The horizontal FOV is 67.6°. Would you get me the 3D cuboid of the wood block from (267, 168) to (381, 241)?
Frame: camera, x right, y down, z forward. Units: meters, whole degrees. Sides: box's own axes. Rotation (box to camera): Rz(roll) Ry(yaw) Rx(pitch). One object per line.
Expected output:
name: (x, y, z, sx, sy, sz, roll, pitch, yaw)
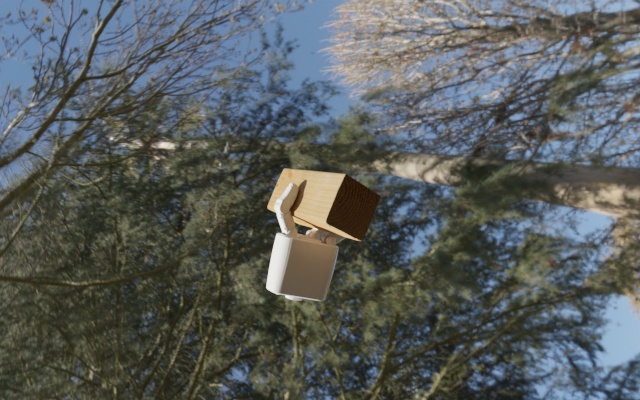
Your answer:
wood block: (0.000, 0.003, 0.881, 0.091, 0.090, 0.206, 29, -10, -33)
